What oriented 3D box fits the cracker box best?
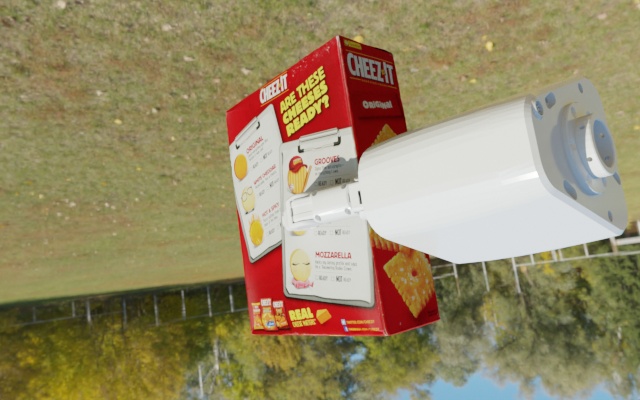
[{"bbox_3d":[0.000,0.001,0.404,0.072,0.213,0.164,0,-12,-42],"label":"cracker box"}]
